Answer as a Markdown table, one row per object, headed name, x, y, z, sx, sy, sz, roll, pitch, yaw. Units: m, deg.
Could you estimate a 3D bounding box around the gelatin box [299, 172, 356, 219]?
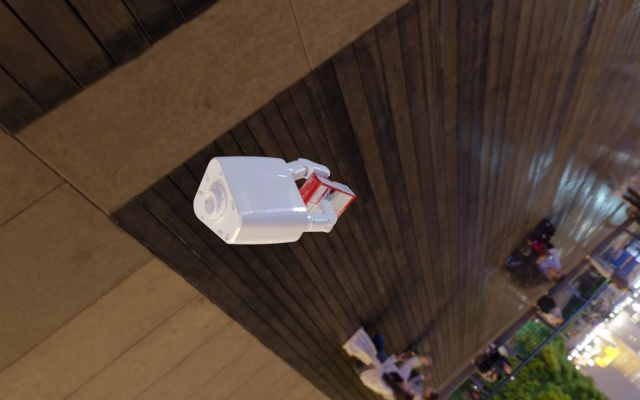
| name | x | y | z | sx | sy | sz | roll | pitch | yaw |
| --- | --- | --- | --- | --- | --- | --- | --- | --- | --- |
| gelatin box | 0.001 | 0.003 | 0.734 | 0.089 | 0.073 | 0.030 | 19 | 26 | -47 |
